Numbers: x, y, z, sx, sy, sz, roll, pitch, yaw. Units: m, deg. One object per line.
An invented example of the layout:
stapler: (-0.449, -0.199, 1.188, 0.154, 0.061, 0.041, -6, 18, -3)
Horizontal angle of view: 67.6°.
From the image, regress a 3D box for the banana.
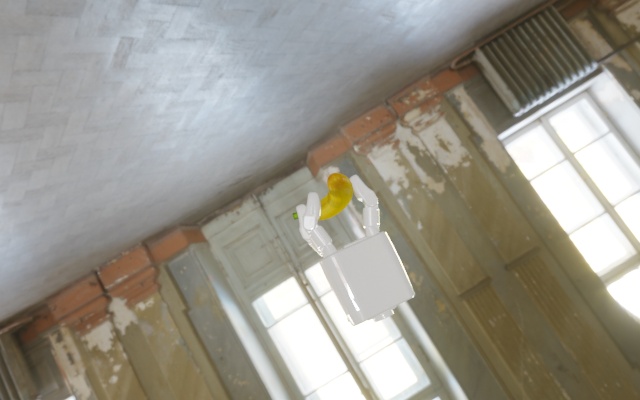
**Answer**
banana: (0.016, -0.001, 0.764, 0.069, 0.037, 0.198, -14, -15, -24)
